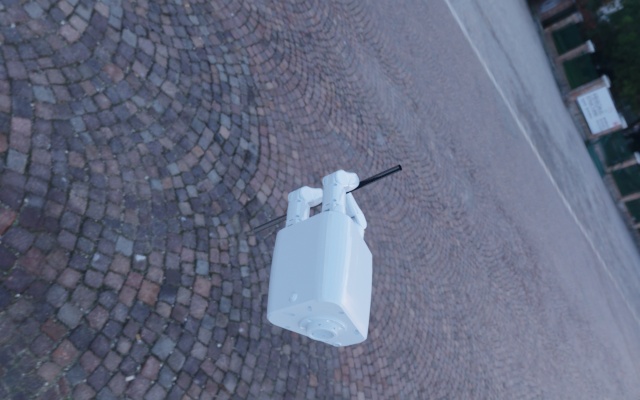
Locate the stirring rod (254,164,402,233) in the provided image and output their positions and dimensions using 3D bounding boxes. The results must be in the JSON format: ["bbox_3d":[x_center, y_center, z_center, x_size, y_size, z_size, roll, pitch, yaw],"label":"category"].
[{"bbox_3d":[0.000,0.002,0.624,0.239,0.011,0.011,-24,-13,32],"label":"stirring rod"}]
